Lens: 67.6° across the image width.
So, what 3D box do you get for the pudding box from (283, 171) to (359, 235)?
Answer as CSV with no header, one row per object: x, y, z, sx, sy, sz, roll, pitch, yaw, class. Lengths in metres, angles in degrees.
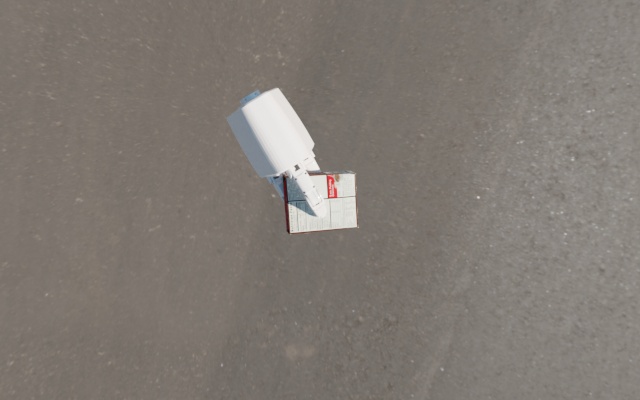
0.000,0.002,0.739,0.113,0.090,0.039,-4,7,-9,pudding box
